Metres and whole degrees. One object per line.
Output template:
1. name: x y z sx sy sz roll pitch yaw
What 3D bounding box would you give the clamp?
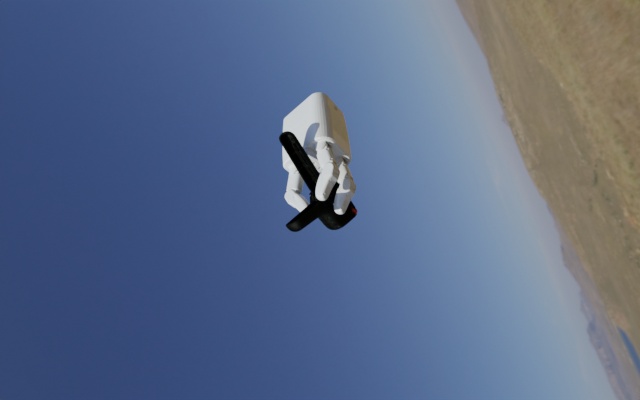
1. clamp: 0.000 0.003 0.780 0.036 0.164 0.210 -18 -33 27
